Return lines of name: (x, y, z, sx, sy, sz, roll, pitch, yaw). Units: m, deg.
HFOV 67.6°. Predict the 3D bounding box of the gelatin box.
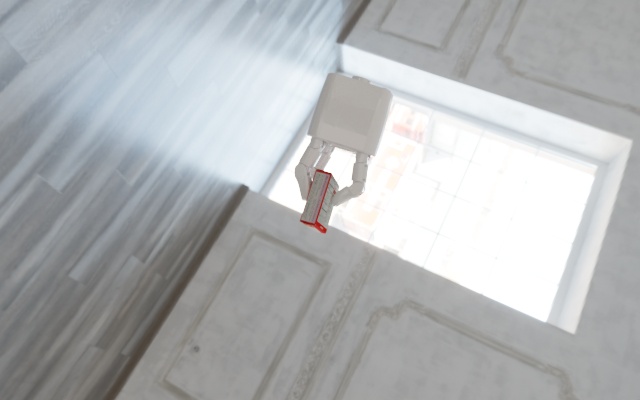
gelatin box: (0.000, 0.003, 0.767, 0.030, 0.089, 0.073, 14, -10, 16)
